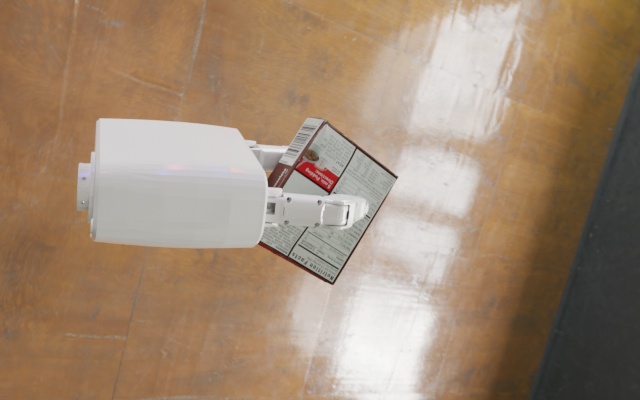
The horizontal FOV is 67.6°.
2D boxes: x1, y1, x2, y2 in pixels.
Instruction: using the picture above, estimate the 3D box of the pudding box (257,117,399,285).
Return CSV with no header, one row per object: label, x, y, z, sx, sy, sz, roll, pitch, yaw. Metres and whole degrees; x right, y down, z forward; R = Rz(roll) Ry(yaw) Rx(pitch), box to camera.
pudding box,0.000,0.001,0.401,0.090,0.113,0.039,35,-3,-26
